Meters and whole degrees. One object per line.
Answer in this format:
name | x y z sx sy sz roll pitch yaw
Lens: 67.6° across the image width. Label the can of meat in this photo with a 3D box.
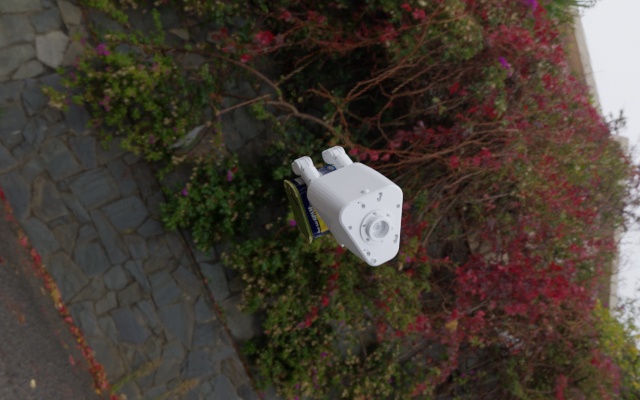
can of meat | 0.000 0.002 0.746 0.084 0.102 0.057 -23 22 -15
